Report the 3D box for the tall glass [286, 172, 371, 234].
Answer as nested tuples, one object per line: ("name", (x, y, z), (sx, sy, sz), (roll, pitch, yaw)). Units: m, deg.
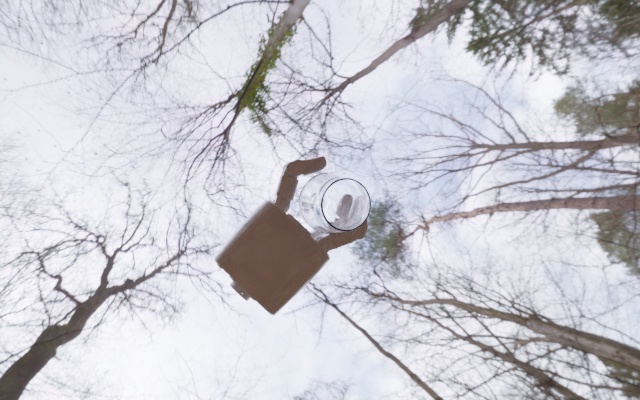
("tall glass", (0.000, 0.002, 0.642), (0.079, 0.079, 0.201), (0, 1, -18))
